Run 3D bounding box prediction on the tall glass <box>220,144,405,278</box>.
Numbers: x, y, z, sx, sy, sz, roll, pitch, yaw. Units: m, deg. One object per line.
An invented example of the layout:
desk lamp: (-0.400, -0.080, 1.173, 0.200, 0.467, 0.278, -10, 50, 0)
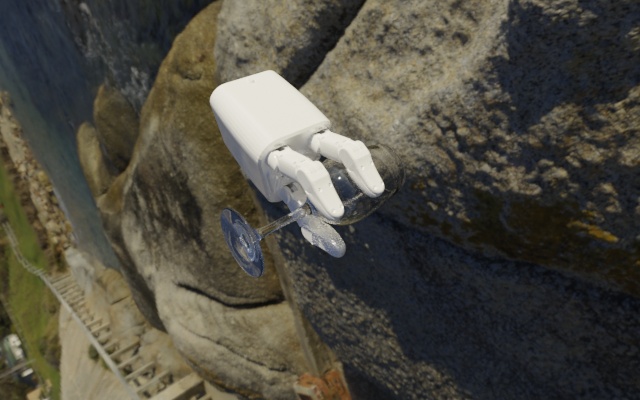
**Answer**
tall glass: (0.000, 0.002, 0.505, 0.201, 0.079, 0.079, -27, 14, -31)
